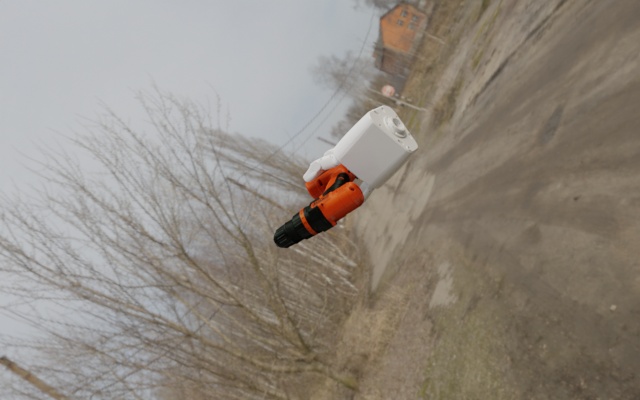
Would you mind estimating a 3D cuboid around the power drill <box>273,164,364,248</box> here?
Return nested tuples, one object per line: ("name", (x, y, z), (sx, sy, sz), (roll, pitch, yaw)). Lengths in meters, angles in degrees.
("power drill", (0.000, 0.003, 0.898), (0.184, 0.057, 0.187), (-30, 19, 18))
